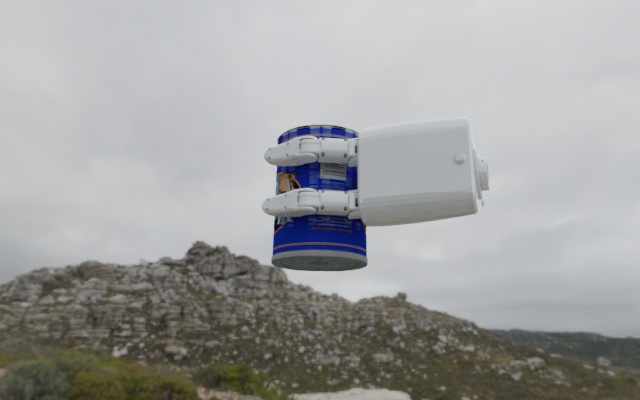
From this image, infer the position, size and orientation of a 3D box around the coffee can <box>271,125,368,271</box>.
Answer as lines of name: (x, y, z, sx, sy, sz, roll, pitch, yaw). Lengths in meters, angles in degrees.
coffee can: (0.000, 0.002, 0.527, 0.103, 0.140, 0.103, 1, -16, 0)
